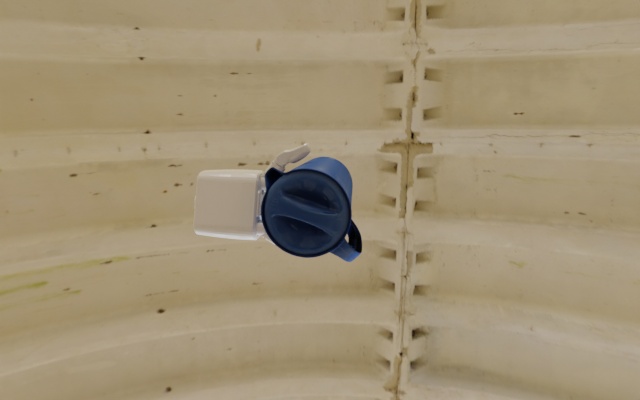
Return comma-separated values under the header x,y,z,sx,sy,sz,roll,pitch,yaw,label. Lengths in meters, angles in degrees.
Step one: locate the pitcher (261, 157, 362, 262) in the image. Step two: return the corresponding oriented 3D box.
x,y,z,sx,sy,sz,roll,pitch,yaw,label
0.000,0.003,0.797,0.145,0.149,0.242,1,13,8,pitcher
